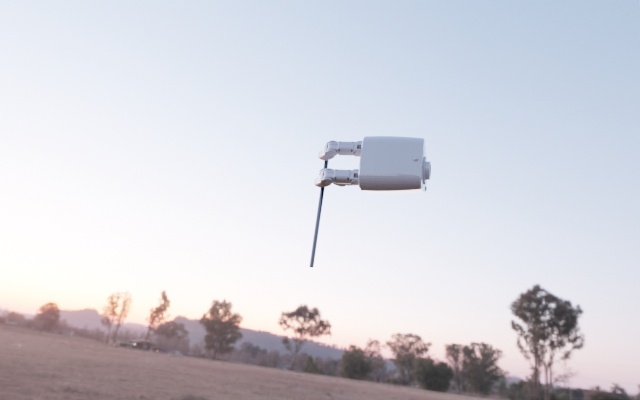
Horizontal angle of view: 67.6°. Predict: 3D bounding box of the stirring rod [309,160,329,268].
[{"bbox_3d":[0.000,0.003,0.866,0.011,0.239,0.011,7,-19,3],"label":"stirring rod"}]
